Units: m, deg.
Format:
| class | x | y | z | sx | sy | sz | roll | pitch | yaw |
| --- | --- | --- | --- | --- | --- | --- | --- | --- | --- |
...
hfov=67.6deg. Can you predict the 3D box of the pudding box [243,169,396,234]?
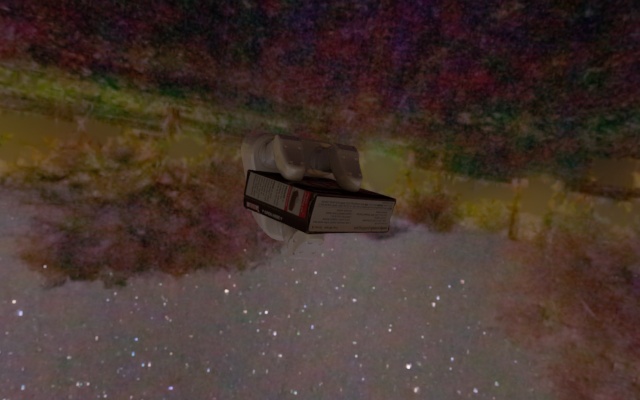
| class | x | y | z | sx | sy | sz | roll | pitch | yaw |
| --- | --- | --- | --- | --- | --- | --- | --- | --- | --- |
| pudding box | 0.000 | 0.002 | 0.438 | 0.090 | 0.039 | 0.113 | 18 | 12 | 42 |
